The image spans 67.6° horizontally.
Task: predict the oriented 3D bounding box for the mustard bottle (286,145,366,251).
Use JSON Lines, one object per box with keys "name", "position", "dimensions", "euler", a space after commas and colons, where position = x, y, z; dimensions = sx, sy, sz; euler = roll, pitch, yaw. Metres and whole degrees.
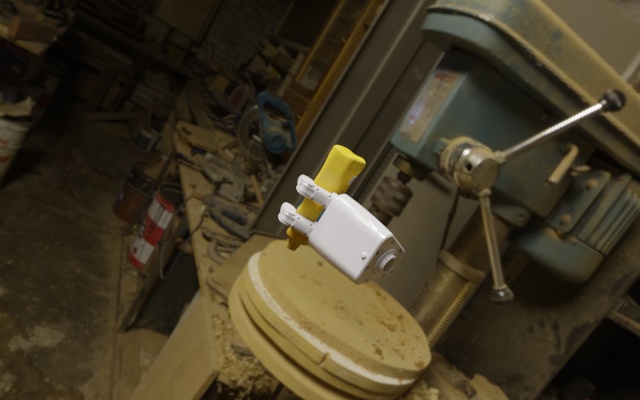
{"name": "mustard bottle", "position": [0.000, 0.002, 0.791], "dimensions": [0.058, 0.191, 0.096], "euler": [34, 11, 8]}
